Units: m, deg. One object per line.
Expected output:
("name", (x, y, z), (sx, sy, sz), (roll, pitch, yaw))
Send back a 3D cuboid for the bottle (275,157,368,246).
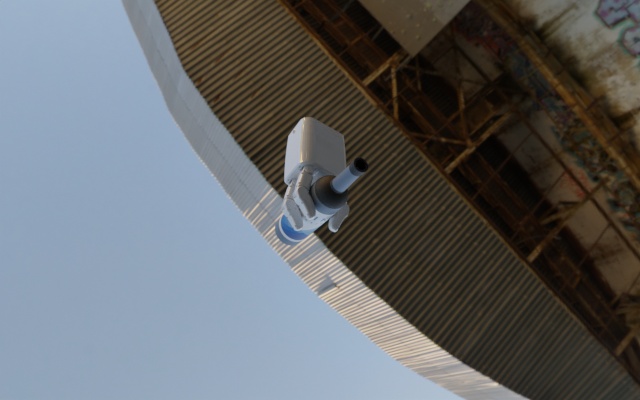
("bottle", (0.000, 0.003, 0.876), (0.069, 0.069, 0.296), (0, -24, -29))
